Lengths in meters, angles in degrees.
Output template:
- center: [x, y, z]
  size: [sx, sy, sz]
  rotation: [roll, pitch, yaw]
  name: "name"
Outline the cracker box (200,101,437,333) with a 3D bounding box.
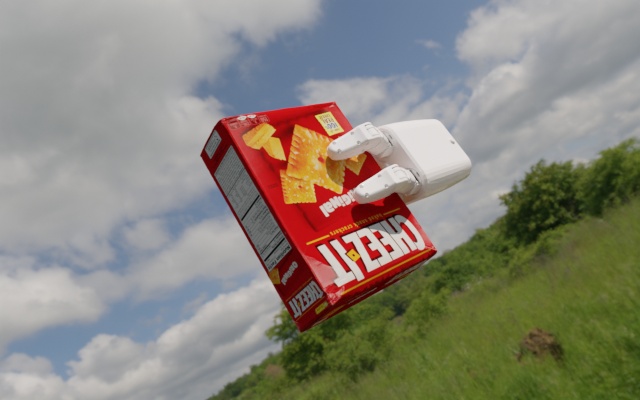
- center: [0.000, 0.002, 0.500]
  size: [0.164, 0.213, 0.072]
  rotation: [-17, -23, -41]
  name: "cracker box"
